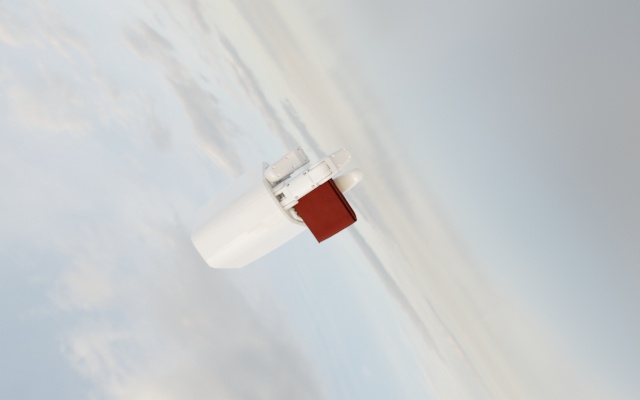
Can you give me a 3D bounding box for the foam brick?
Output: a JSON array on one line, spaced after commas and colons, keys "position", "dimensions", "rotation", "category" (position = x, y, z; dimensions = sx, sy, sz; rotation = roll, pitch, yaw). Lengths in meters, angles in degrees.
[{"position": [0.000, 0.002, 0.556], "dimensions": [0.051, 0.078, 0.053], "rotation": [-34, 4, 6], "category": "foam brick"}]
